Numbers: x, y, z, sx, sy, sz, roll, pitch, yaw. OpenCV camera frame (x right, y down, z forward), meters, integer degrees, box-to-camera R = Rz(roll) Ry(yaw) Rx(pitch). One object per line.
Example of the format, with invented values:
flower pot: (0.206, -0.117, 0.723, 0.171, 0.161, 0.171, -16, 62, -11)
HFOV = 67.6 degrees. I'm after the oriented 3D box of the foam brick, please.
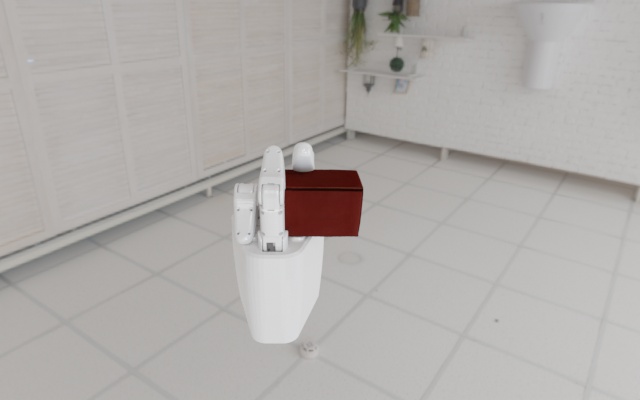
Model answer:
foam brick: (0.000, 0.001, 0.471, 0.078, 0.051, 0.053, 0, 23, -1)
